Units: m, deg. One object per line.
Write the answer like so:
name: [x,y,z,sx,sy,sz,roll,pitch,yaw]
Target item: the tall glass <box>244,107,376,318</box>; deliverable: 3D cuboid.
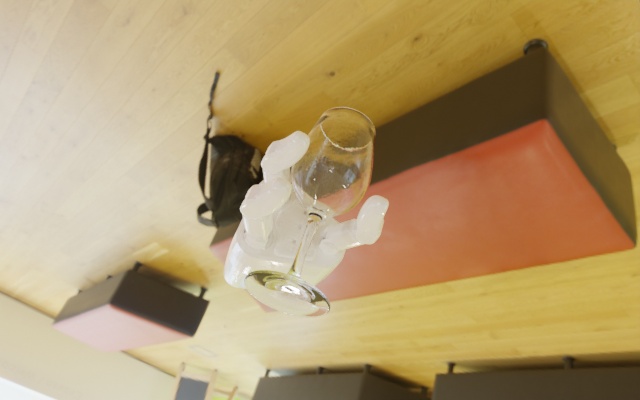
tall glass: [0.000,0.002,0.446,0.079,0.201,0.079,13,-35,10]
